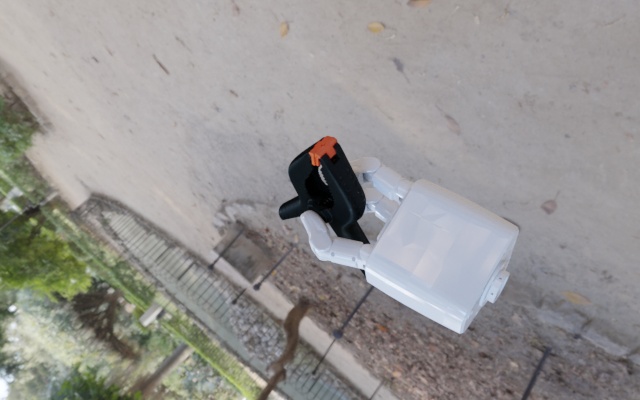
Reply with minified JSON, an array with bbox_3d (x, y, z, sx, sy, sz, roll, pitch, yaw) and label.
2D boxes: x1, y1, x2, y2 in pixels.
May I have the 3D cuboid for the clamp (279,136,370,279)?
[{"bbox_3d":[0.000,0.002,0.534,0.164,0.036,0.210,29,-27,28],"label":"clamp"}]
